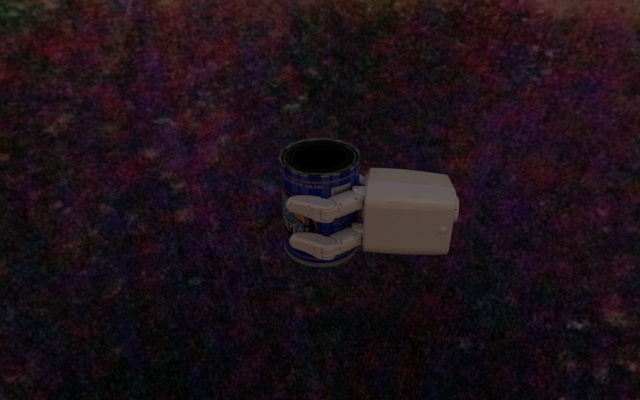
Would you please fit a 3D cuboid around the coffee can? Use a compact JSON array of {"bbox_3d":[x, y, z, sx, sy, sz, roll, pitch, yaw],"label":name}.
[{"bbox_3d":[0.000,0.002,0.631,0.103,0.140,0.102,-1,32,1],"label":"coffee can"}]
